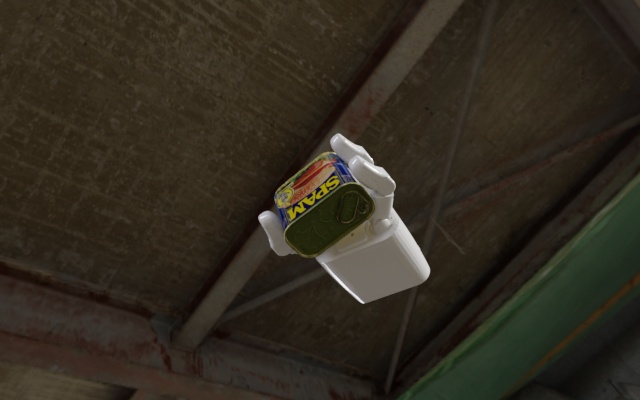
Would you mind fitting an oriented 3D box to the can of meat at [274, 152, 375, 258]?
[{"bbox_3d":[0.000,0.002,0.544,0.102,0.057,0.084,-37,35,8],"label":"can of meat"}]
